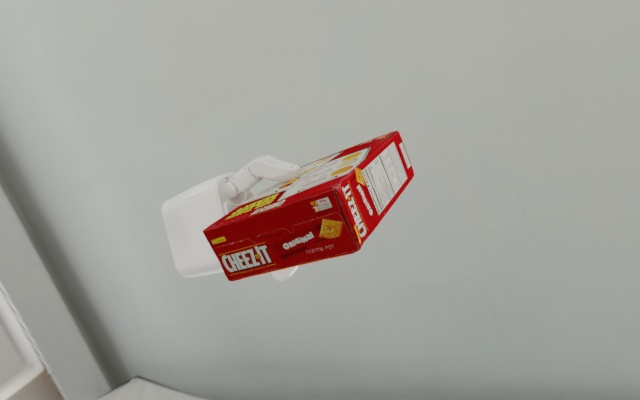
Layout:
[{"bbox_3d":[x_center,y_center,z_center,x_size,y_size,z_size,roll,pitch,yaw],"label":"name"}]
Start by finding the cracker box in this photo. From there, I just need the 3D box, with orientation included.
[{"bbox_3d":[0.000,0.002,0.542,0.164,0.072,0.213,-18,13,30],"label":"cracker box"}]
